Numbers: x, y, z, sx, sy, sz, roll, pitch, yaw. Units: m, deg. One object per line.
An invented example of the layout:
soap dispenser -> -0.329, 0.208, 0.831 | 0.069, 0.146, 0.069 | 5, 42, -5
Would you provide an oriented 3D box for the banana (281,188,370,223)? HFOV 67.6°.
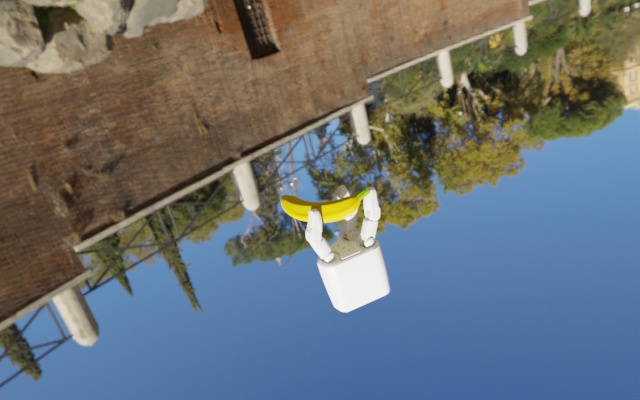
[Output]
banana -> -0.006, 0.012, 0.866 | 0.198, 0.037, 0.069 | -2, 30, 35
